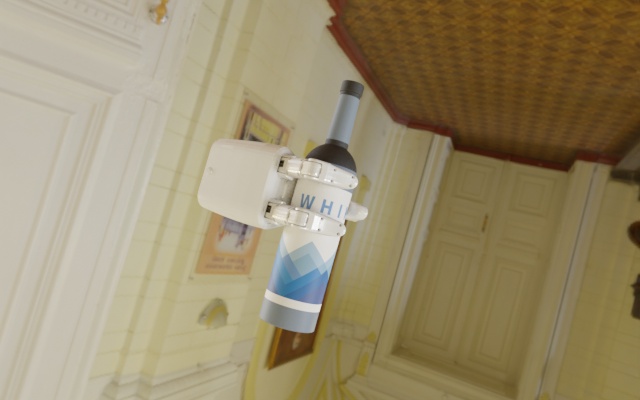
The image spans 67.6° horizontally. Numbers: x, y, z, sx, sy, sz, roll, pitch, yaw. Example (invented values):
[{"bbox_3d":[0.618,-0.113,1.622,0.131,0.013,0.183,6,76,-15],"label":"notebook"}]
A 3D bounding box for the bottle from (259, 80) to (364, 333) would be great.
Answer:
[{"bbox_3d":[0.000,0.002,0.564,0.069,0.295,0.069,16,-3,1],"label":"bottle"}]
